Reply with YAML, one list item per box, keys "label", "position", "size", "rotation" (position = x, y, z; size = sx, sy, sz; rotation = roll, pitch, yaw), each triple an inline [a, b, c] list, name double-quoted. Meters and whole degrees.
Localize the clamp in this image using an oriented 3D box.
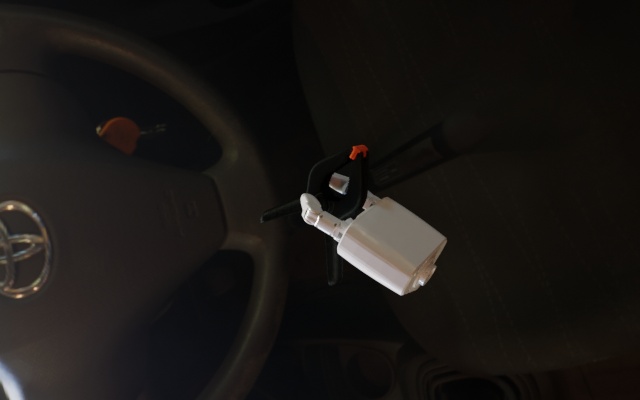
- label: "clamp"
  position: [0.000, 0.002, 0.706]
  size: [0.164, 0.210, 0.036]
  rotation: [33, 25, 20]
